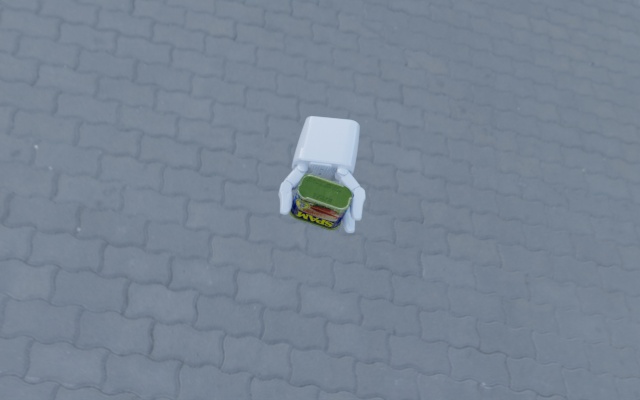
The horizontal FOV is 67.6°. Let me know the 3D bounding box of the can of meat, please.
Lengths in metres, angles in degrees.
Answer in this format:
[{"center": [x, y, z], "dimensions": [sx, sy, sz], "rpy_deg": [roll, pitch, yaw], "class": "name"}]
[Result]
[{"center": [0.000, 0.003, 0.854], "dimensions": [0.102, 0.057, 0.084], "rpy_deg": [19, -29, -4], "class": "can of meat"}]
